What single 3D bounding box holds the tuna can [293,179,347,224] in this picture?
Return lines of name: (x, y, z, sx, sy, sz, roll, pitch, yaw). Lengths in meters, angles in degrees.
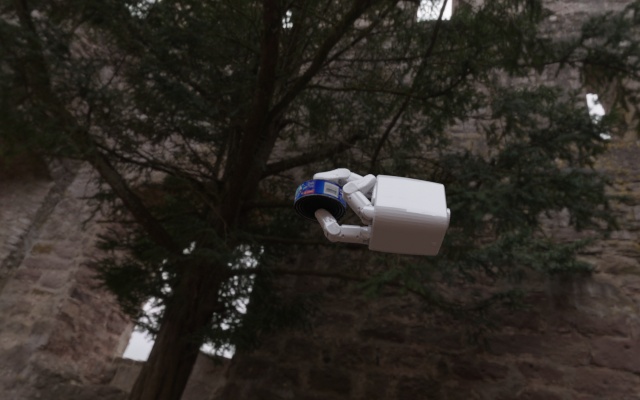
tuna can: (0.000, 0.002, 0.779, 0.086, 0.033, 0.086, 5, -34, 3)
